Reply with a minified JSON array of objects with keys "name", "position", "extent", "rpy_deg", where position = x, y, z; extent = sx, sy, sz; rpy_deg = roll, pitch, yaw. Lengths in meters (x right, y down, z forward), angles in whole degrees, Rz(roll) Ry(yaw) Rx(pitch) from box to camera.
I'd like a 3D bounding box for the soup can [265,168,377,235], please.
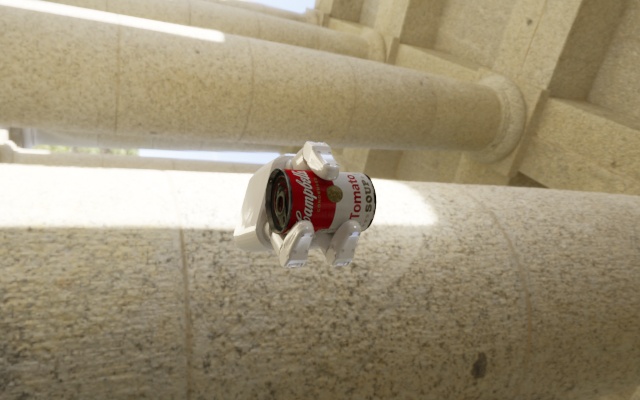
[{"name":"soup can","position":[0.001,0.001,0.510],"extent":[0.102,0.068,0.068],"rpy_deg":[1,-1,-26]}]
